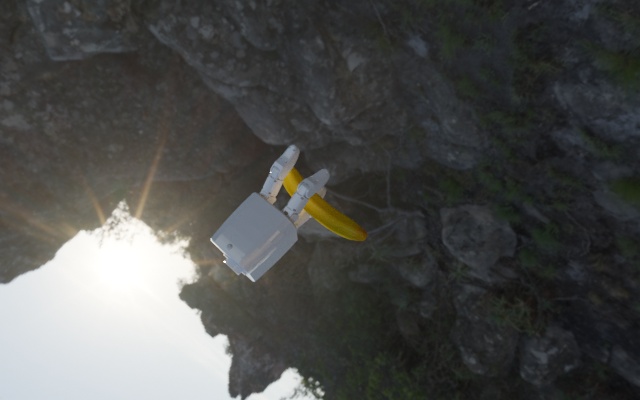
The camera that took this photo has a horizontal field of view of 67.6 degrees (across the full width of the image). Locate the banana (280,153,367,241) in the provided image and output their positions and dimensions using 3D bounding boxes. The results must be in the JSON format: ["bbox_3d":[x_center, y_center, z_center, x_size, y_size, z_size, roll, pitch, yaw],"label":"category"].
[{"bbox_3d":[-0.004,0.006,0.800,0.037,0.198,0.070,-44,-10,-17],"label":"banana"}]
